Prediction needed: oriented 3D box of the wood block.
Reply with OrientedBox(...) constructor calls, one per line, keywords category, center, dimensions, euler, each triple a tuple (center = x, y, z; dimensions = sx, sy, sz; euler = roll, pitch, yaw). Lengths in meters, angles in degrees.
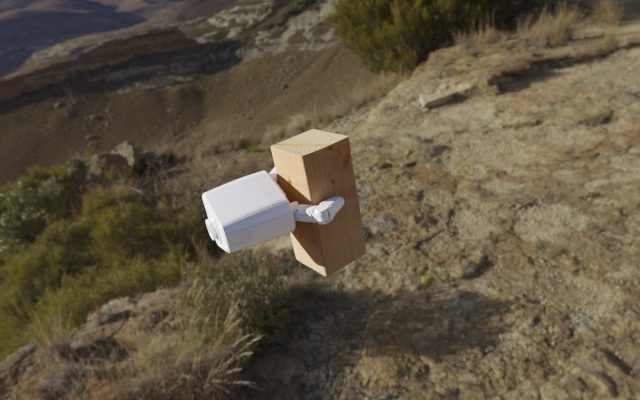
OrientedBox(category="wood block", center=(0.000, 0.003, 0.764), dimensions=(0.090, 0.206, 0.091), euler=(-27, 29, -30))
